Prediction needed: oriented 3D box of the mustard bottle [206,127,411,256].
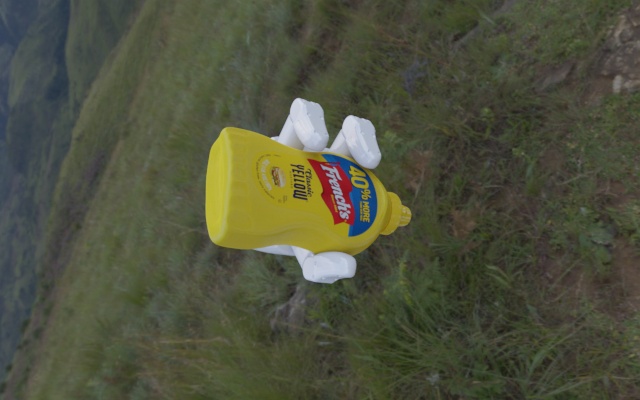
[{"bbox_3d":[0.000,0.001,0.418,0.191,0.096,0.058,10,-33,-29],"label":"mustard bottle"}]
